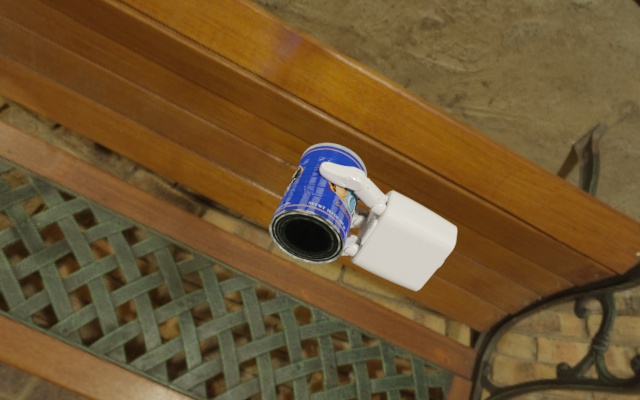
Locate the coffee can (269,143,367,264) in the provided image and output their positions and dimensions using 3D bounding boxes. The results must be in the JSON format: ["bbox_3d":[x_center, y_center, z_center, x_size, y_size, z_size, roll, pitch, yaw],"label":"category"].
[{"bbox_3d":[0.000,0.002,0.666,0.103,0.103,0.140,0,43,22],"label":"coffee can"}]
